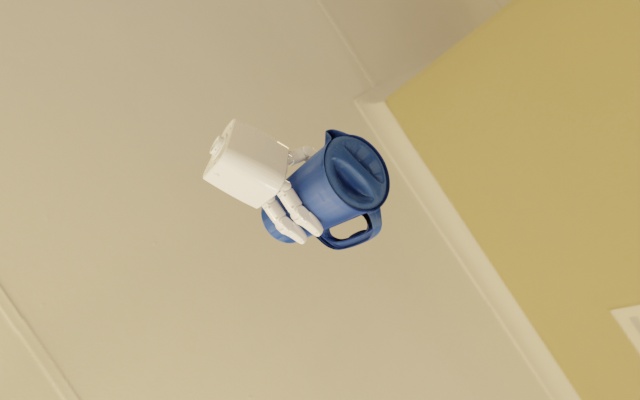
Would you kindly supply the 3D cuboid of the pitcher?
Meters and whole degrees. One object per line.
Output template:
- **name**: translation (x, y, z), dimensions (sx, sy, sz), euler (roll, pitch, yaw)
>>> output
- **pitcher**: translation (0.000, 0.003, 0.833), dimensions (0.145, 0.149, 0.243), euler (27, -34, -23)
